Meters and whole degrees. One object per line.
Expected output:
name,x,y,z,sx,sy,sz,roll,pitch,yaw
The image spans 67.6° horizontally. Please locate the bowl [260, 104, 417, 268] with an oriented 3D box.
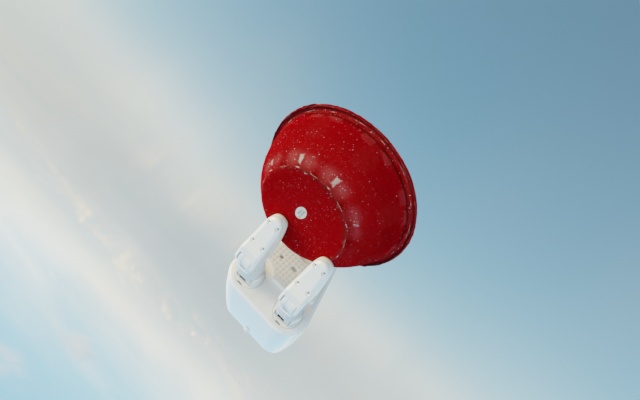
bowl,0.000,0.001,0.417,0.162,0.162,0.055,0,26,41
